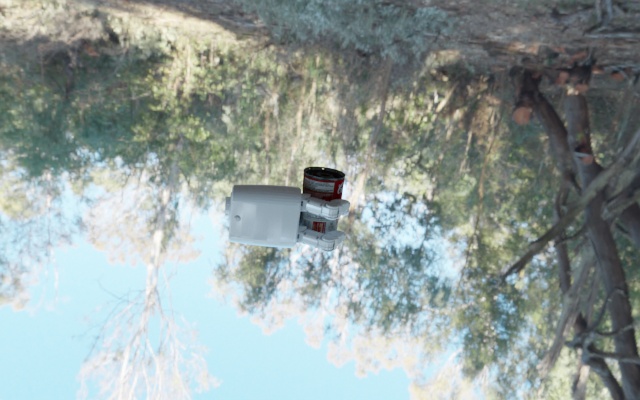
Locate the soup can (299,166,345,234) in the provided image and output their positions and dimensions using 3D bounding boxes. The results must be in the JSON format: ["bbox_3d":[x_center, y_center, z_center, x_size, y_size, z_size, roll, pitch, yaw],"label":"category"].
[{"bbox_3d":[0.001,0.003,0.778,0.068,0.102,0.068,7,19,-2],"label":"soup can"}]
